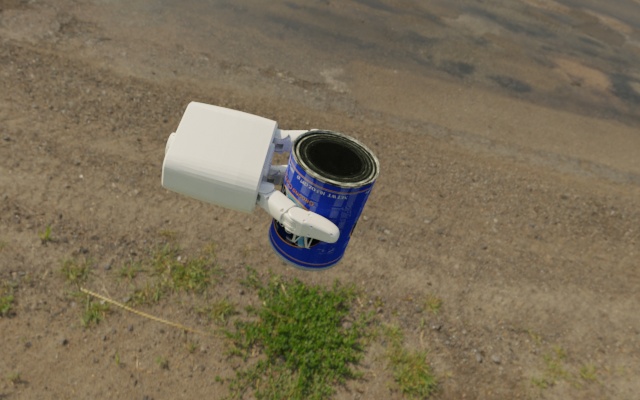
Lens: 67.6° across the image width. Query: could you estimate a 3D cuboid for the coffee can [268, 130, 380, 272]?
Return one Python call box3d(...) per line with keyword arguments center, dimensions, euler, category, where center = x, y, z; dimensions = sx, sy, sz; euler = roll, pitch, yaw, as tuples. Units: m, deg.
box3d(center=(0.000, 0.002, 0.575), dimensions=(0.103, 0.140, 0.102), euler=(12, 40, -10), category="coffee can")
